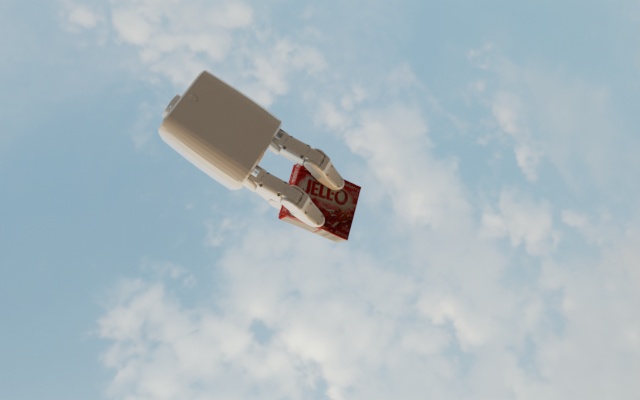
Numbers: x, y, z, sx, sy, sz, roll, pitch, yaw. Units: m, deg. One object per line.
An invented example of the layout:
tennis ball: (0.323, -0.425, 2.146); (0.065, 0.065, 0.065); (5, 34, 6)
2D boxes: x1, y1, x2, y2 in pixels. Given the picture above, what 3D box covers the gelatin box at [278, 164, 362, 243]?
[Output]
gelatin box: (0.000, 0.002, 0.582); (0.089, 0.073, 0.030); (24, -21, -22)
